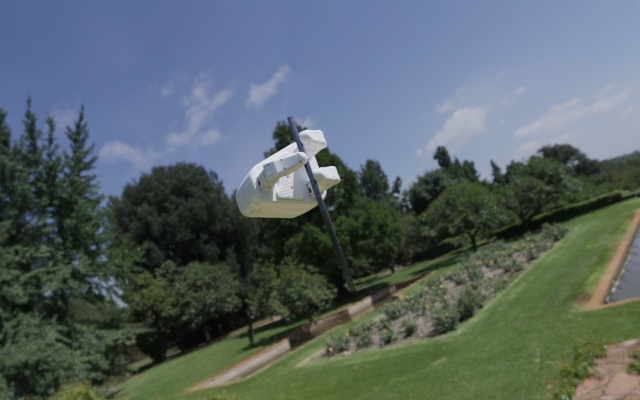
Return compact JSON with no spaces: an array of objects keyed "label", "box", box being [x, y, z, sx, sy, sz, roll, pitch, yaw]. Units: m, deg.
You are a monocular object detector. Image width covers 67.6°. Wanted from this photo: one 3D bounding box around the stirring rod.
[{"label":"stirring rod","box":[0.000,0.002,0.615,0.011,0.239,0.011,-20,-8,-3]}]
